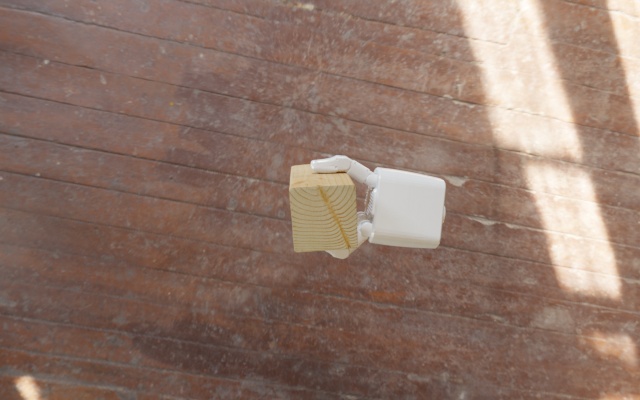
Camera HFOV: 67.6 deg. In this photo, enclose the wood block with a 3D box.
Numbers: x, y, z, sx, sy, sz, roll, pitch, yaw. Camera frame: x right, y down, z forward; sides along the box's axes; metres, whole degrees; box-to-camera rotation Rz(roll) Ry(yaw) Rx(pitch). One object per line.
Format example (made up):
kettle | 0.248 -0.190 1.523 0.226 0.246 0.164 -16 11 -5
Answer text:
wood block | 0.001 0.002 0.736 0.090 0.091 0.206 -3 12 -2
